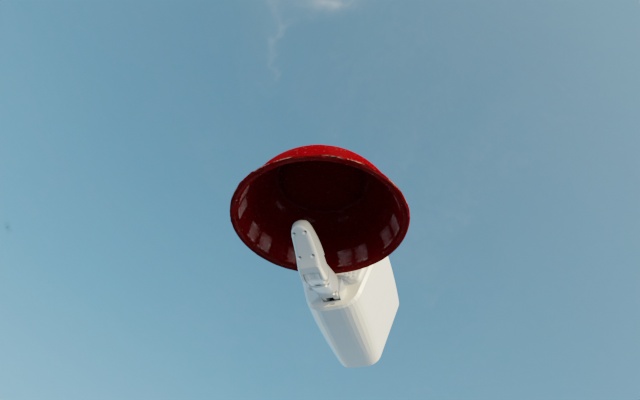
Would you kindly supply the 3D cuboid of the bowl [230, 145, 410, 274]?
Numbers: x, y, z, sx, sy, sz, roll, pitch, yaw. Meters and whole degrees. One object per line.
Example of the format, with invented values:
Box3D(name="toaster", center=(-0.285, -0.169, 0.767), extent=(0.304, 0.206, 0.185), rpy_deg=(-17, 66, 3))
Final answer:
Box3D(name="bowl", center=(0.000, 0.000, 0.445), extent=(0.162, 0.055, 0.162), rpy_deg=(2, -42, 2))
